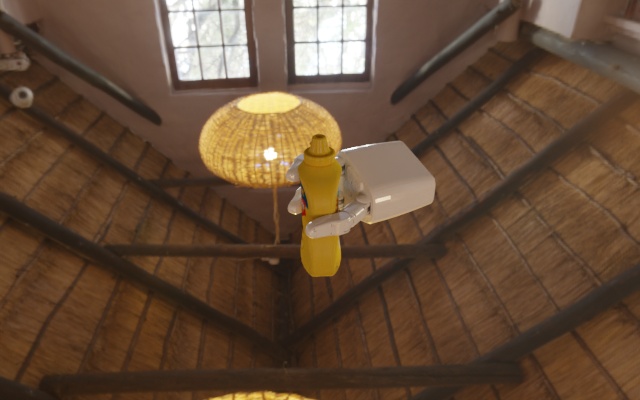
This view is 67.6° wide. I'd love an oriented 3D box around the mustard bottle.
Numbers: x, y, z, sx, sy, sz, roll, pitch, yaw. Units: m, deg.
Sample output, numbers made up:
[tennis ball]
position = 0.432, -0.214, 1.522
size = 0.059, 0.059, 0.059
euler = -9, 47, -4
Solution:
[mustard bottle]
position = 0.000, 0.002, 0.647
size = 0.058, 0.192, 0.096
euler = -1, 31, -1
